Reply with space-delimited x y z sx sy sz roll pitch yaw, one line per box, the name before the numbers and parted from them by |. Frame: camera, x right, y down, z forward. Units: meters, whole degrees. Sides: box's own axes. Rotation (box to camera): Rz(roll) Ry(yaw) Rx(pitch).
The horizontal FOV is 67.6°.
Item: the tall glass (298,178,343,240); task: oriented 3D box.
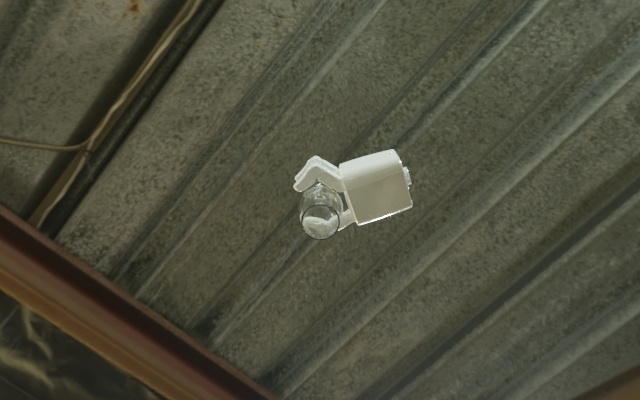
tall glass | 0.000 0.003 0.853 0.079 0.079 0.201 0 19 0
